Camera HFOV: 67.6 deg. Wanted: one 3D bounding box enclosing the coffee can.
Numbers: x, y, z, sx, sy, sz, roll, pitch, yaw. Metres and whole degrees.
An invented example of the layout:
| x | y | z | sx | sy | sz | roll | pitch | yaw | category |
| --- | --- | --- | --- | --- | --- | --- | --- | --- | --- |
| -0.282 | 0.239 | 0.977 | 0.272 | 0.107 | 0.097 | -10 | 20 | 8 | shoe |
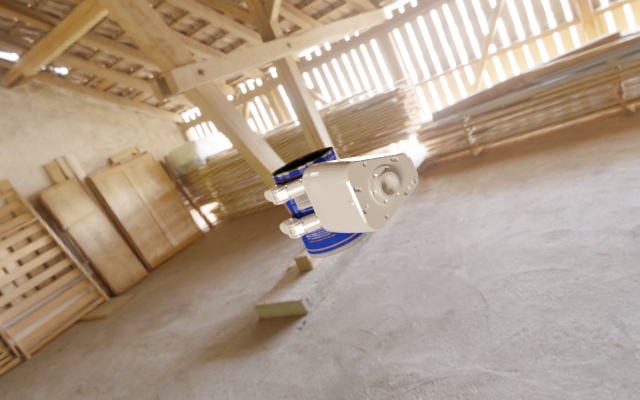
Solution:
| x | y | z | sx | sy | sz | roll | pitch | yaw | category |
| --- | --- | --- | --- | --- | --- | --- | --- | --- | --- |
| 0.000 | 0.002 | 0.730 | 0.103 | 0.140 | 0.102 | -23 | 12 | 5 | coffee can |
